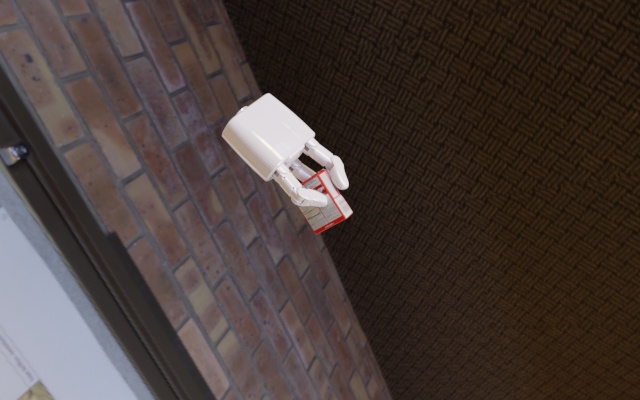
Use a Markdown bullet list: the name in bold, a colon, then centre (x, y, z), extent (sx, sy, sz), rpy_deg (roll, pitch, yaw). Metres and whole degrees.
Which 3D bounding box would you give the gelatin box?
- **gelatin box**: centre (0.000, 0.003, 0.799), extent (0.073, 0.089, 0.030), rpy_deg (-31, 3, 38)
